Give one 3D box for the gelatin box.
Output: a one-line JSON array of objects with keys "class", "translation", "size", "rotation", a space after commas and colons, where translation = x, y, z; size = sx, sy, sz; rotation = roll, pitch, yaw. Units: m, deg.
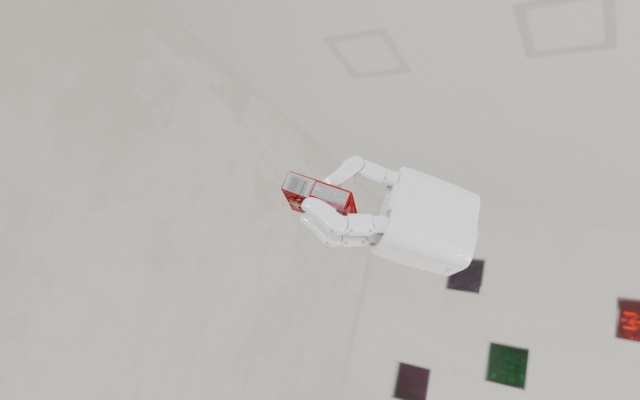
[{"class": "gelatin box", "translation": [0.000, 0.001, 0.611], "size": [0.089, 0.030, 0.073], "rotation": [19, -17, 15]}]
